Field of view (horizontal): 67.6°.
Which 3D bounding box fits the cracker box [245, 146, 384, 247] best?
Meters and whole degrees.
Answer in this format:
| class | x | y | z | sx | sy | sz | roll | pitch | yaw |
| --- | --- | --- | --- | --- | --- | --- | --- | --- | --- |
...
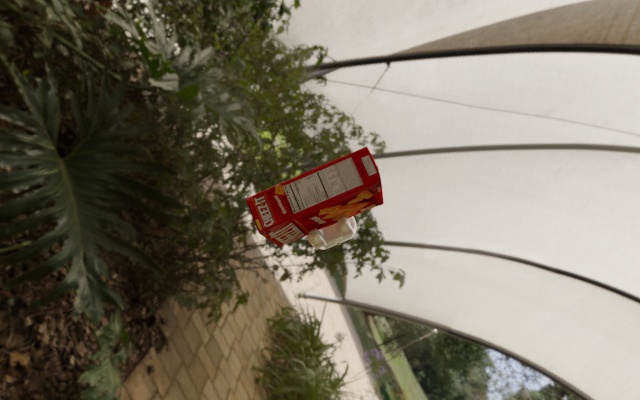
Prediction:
| class | x | y | z | sx | sy | sz | roll | pitch | yaw |
| --- | --- | --- | --- | --- | --- | --- | --- | --- | --- |
| cracker box | 0.000 | 0.002 | 0.822 | 0.214 | 0.072 | 0.164 | -24 | -15 | 2 |
